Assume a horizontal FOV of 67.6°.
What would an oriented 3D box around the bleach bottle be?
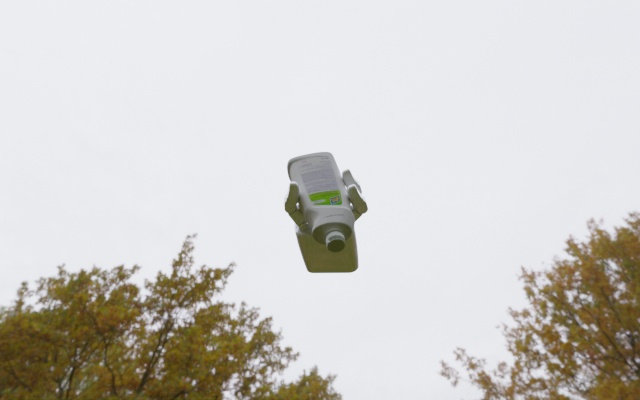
[{"bbox_3d":[0.000,0.003,0.861,0.102,0.068,0.250,-12,36,-1],"label":"bleach bottle"}]
